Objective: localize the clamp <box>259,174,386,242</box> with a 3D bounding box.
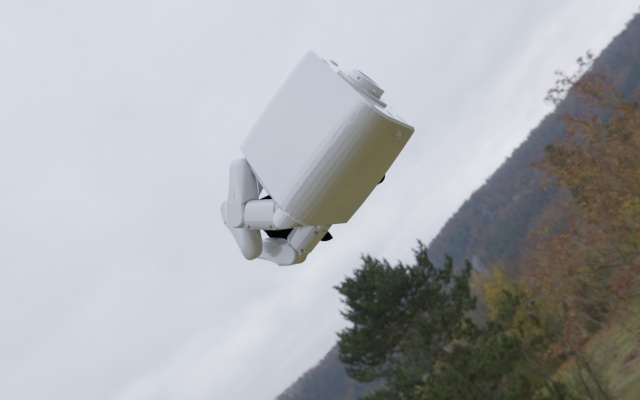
[{"bbox_3d":[0.000,0.001,0.501,0.039,0.120,0.171,45,19,22],"label":"clamp"}]
